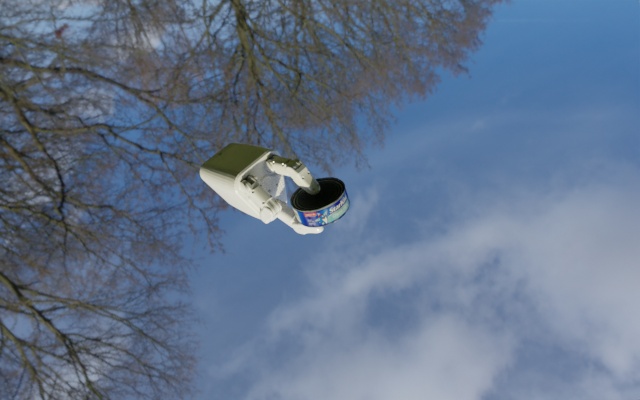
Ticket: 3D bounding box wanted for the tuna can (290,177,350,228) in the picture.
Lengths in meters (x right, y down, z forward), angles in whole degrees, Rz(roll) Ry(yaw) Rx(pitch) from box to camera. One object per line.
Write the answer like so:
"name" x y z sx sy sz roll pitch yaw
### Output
"tuna can" 0.000 0.003 0.718 0.086 0.034 0.086 -14 32 9
